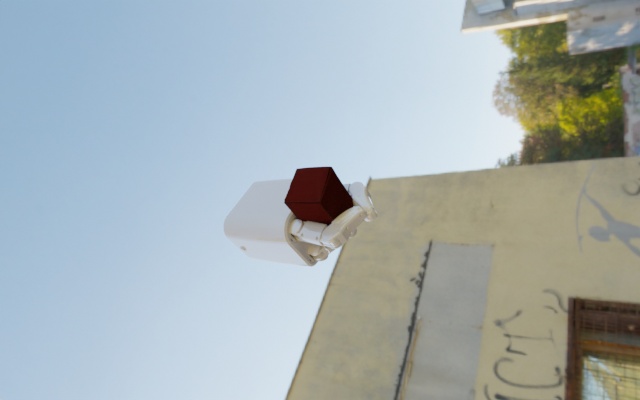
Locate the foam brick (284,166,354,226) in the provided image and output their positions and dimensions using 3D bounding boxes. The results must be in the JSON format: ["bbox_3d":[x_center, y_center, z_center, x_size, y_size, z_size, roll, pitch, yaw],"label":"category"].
[{"bbox_3d":[0.000,0.002,0.587,0.051,0.053,0.078,2,-33,30],"label":"foam brick"}]
